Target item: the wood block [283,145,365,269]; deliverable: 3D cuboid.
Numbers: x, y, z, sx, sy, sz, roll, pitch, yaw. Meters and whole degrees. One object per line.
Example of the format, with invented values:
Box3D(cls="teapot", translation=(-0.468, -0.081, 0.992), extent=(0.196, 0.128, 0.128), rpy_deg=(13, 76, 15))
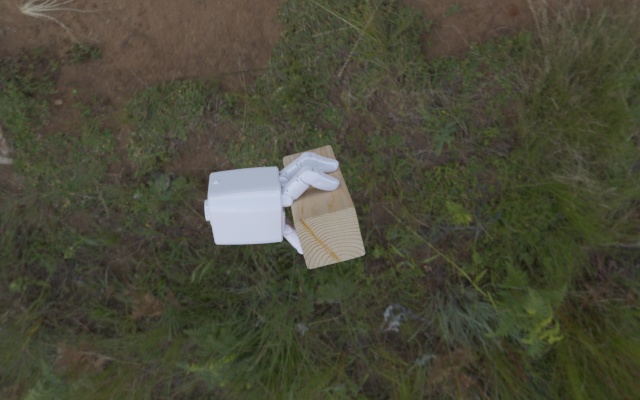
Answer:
Box3D(cls="wood block", translation=(0.000, 0.003, 0.766), extent=(0.090, 0.091, 0.206), rpy_deg=(-15, 33, 0))
